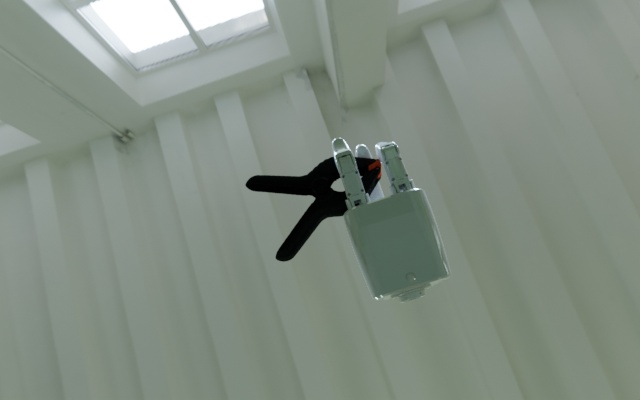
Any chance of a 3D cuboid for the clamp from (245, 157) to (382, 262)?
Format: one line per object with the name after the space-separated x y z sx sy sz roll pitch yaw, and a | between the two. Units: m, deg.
0.000 0.002 0.589 0.171 0.120 0.039 -17 -19 2 | clamp
